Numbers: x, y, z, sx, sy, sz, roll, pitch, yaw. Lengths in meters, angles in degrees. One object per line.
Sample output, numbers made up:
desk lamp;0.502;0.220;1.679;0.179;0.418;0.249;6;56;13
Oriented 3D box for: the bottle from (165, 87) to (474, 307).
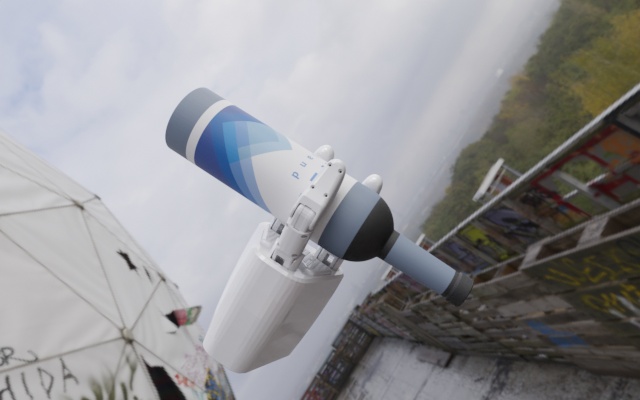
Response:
bottle;0.000;0.001;0.426;0.295;0.069;0.069;32;5;8
